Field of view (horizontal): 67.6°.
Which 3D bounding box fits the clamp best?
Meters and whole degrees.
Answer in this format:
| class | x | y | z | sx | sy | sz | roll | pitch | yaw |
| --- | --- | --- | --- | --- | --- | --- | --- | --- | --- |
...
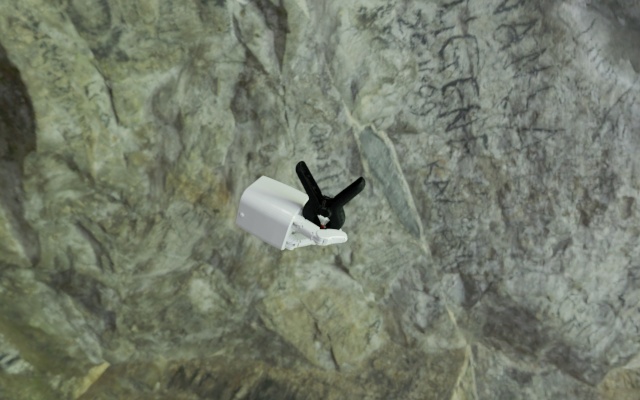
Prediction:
| class | x | y | z | sx | sy | sz | roll | pitch | yaw |
| --- | --- | --- | --- | --- | --- | --- | --- | --- | --- |
| clamp | 0.000 | 0.003 | 0.845 | 0.120 | 0.172 | 0.039 | 26 | 42 | 6 |
